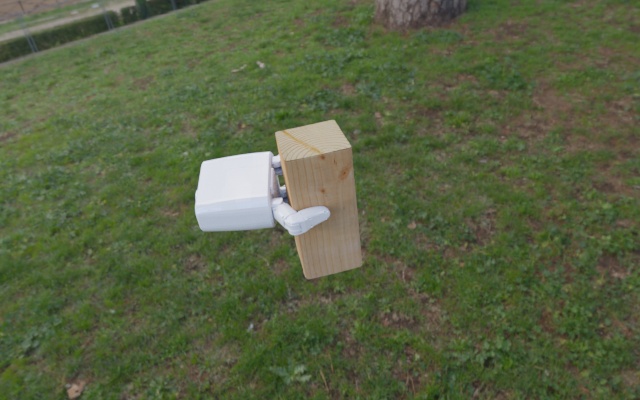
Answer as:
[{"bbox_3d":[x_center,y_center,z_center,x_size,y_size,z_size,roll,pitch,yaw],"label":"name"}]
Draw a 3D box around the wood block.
[{"bbox_3d":[0.000,0.002,0.695,0.090,0.206,0.090,-13,35,-6],"label":"wood block"}]
